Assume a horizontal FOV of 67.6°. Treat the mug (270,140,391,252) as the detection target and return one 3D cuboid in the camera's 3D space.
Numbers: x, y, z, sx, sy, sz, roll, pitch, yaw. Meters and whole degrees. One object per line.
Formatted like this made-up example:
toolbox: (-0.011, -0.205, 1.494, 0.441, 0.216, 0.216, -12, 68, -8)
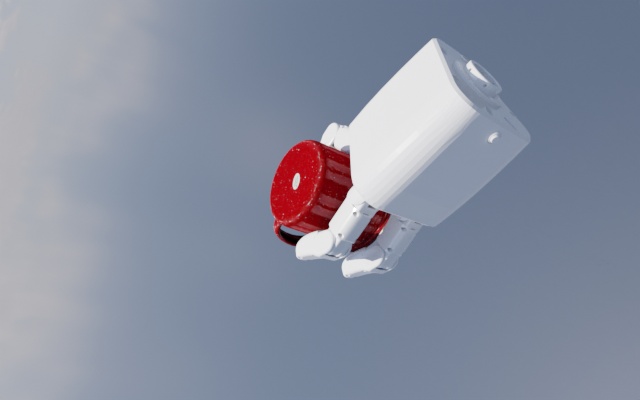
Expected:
mug: (-0.001, 0.002, 0.450, 0.081, 0.093, 0.117, 20, -52, -34)
